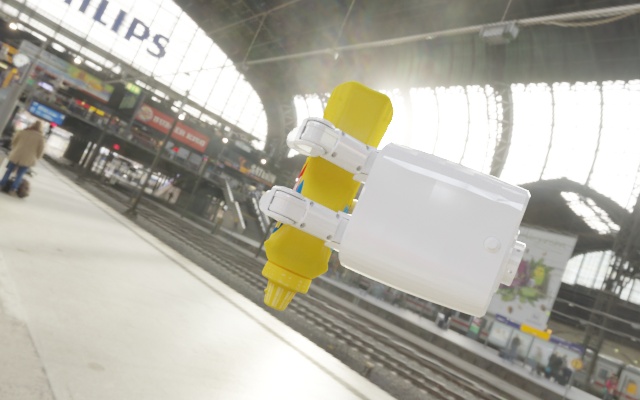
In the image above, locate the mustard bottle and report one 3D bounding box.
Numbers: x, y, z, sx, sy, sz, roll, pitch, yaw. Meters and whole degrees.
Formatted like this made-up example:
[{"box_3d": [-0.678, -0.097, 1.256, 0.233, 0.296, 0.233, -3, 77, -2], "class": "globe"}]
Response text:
[{"box_3d": [0.000, 0.001, 0.406, 0.058, 0.191, 0.096, 24, -6, -4], "class": "mustard bottle"}]
